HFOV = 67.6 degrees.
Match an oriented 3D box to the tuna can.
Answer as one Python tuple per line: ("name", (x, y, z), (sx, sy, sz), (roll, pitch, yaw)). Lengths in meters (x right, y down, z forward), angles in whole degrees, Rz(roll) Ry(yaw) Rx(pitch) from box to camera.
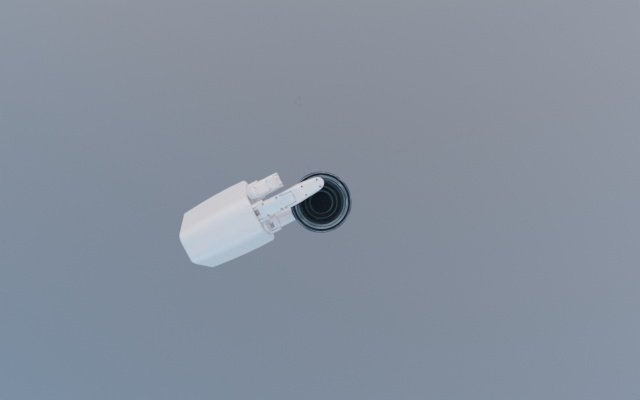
("tuna can", (0.000, 0.002, 0.668), (0.086, 0.086, 0.034), (0, 0, -4))
